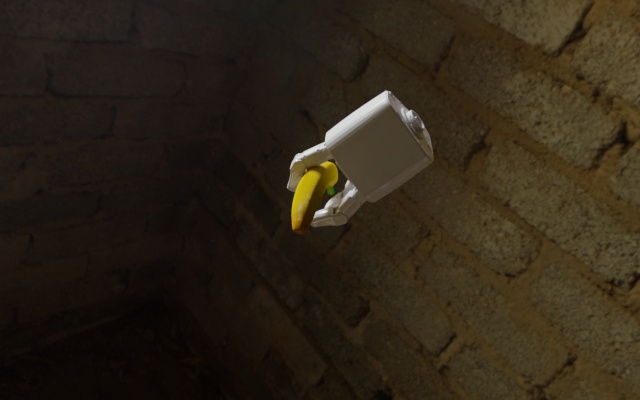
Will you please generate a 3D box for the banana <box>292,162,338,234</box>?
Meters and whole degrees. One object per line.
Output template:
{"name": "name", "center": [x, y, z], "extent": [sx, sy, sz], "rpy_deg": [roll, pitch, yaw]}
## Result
{"name": "banana", "center": [-0.003, -0.016, 0.688], "extent": [0.037, 0.070, 0.197], "rpy_deg": [-8, 14, 19]}
